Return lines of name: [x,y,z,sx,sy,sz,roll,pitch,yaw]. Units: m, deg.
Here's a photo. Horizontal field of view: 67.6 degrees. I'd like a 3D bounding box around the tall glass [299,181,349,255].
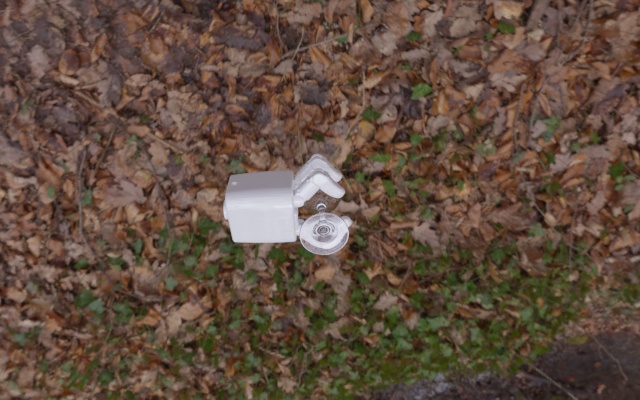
tall glass: [0.000,0.003,0.797,0.079,0.079,0.201,0,29,-3]
